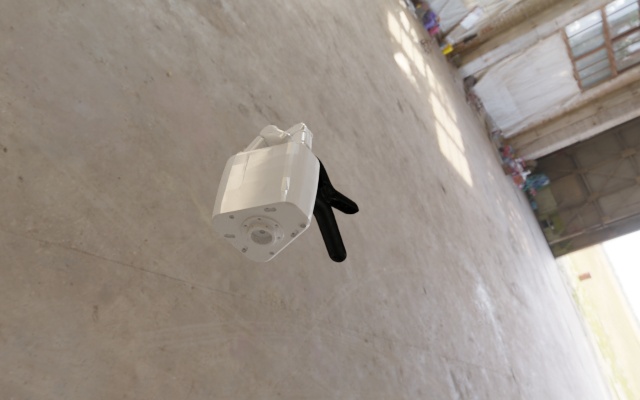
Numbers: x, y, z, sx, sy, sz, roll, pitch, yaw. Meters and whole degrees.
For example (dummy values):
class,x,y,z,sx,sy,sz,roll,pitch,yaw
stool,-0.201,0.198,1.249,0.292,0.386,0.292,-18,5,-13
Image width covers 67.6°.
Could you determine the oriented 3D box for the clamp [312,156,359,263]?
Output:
class,x,y,z,sx,sy,sz,roll,pitch,yaw
clamp,0.001,0.002,0.665,0.039,0.120,0.171,-25,-54,26
